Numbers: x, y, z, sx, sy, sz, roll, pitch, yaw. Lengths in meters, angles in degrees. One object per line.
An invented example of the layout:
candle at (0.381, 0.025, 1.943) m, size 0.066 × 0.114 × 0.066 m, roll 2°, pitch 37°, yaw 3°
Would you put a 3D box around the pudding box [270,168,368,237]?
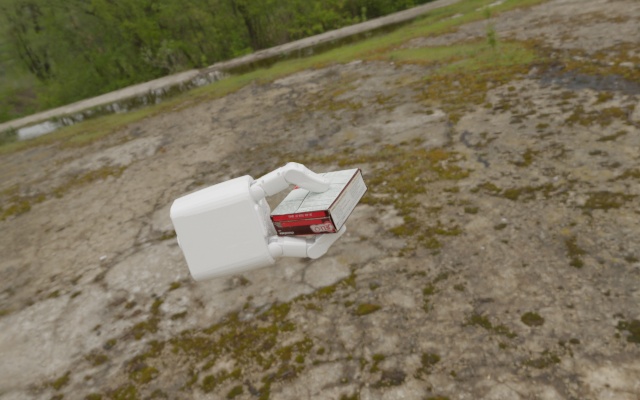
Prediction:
pudding box at (0.000, 0.002, 0.623) m, size 0.090 × 0.039 × 0.113 m, roll -5°, pitch 30°, yaw 31°
